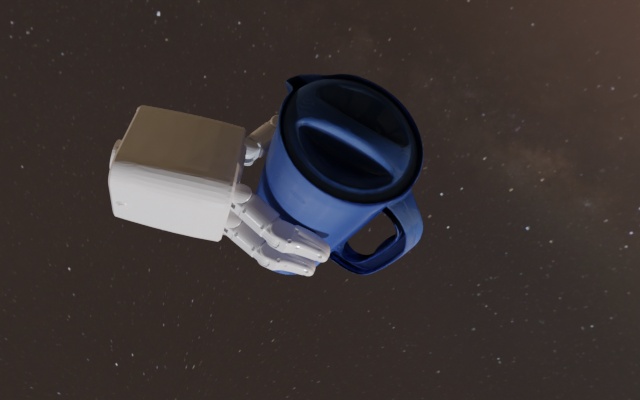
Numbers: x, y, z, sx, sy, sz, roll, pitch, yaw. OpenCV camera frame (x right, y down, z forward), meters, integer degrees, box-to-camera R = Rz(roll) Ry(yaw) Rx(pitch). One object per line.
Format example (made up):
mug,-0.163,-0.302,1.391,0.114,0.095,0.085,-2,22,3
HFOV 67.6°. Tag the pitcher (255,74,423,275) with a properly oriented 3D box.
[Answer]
pitcher,0.000,0.002,0.502,0.145,0.149,0.243,12,-29,-13
